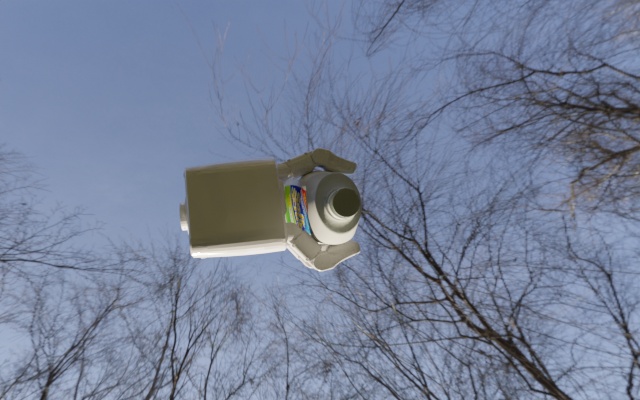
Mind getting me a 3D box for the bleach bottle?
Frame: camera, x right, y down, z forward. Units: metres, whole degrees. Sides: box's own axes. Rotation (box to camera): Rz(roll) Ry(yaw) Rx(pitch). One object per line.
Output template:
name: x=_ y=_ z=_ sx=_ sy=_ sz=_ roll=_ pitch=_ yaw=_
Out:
bleach bottle: x=0.000 y=0.002 z=0.587 sx=0.068 sy=0.102 sz=0.251 roll=-6 pitch=-3 yaw=-12
